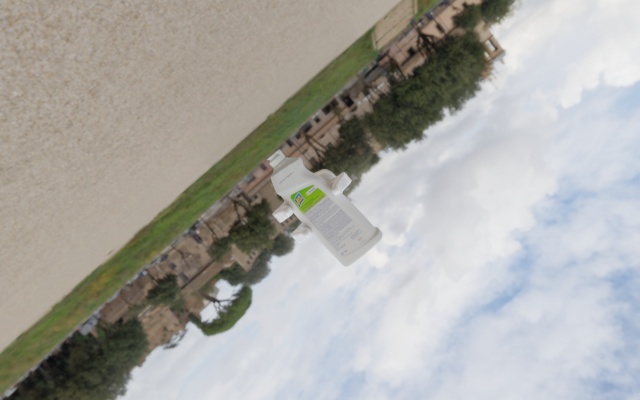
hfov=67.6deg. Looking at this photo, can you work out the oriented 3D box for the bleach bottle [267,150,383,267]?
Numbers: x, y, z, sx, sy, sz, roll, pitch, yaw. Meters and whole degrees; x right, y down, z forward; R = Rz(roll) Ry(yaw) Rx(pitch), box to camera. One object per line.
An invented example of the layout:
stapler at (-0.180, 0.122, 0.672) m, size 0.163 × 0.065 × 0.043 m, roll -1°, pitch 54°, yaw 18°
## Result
bleach bottle at (0.000, 0.003, 0.898) m, size 0.102 × 0.251 × 0.068 m, roll -40°, pitch 10°, yaw 4°
